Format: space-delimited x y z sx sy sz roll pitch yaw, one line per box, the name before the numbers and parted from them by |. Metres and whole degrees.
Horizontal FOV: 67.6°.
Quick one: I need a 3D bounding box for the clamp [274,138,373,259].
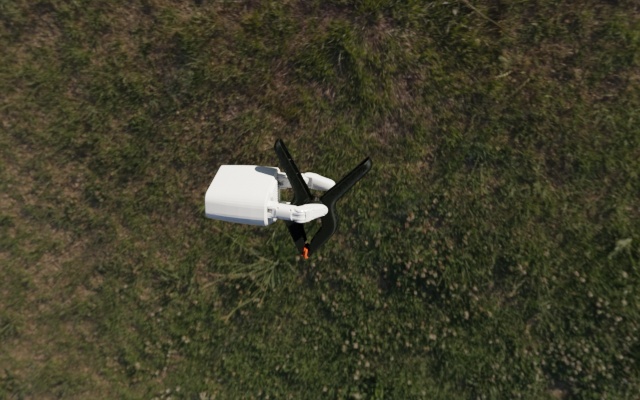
clamp | 0.000 0.003 0.815 0.164 0.210 0.036 6 22 9
